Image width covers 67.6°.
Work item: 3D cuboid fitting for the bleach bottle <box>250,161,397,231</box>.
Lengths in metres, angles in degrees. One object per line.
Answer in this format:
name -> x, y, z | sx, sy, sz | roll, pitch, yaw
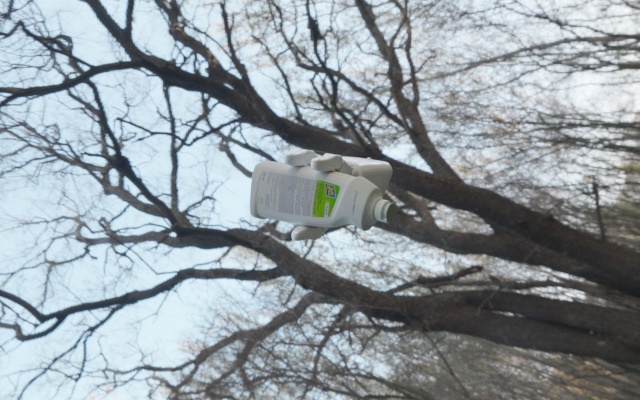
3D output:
bleach bottle -> 0.000, 0.002, 0.739 | 0.251, 0.102, 0.068 | 13, 14, 37
